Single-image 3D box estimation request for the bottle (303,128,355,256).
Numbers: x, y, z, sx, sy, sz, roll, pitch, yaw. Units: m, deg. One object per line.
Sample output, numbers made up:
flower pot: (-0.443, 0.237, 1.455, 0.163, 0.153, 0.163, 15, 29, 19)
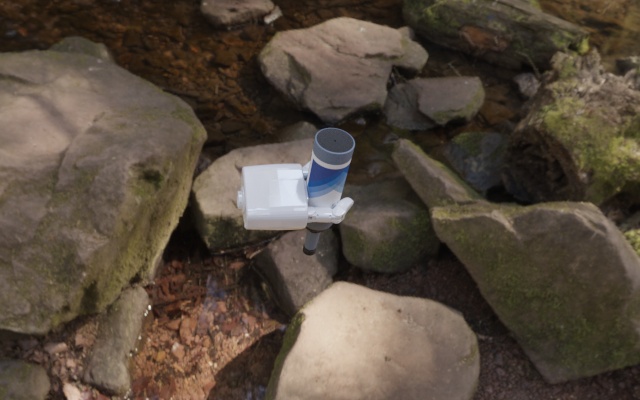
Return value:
bottle: (0.000, 0.003, 0.881, 0.069, 0.069, 0.296, 0, -43, -13)
